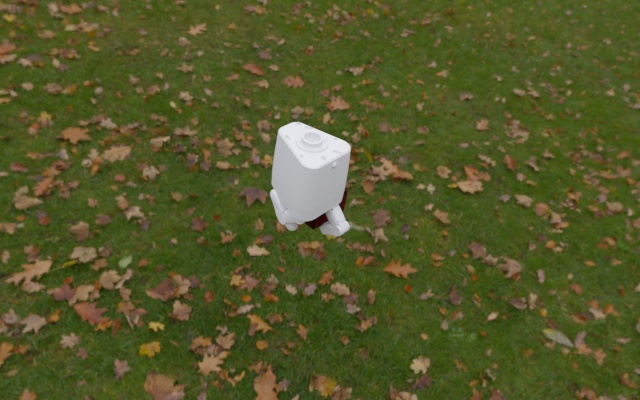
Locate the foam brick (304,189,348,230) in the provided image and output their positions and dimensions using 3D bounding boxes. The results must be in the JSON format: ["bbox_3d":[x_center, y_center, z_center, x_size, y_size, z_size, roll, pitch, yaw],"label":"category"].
[{"bbox_3d":[0.000,0.003,0.817,0.053,0.051,0.078,37,49,27],"label":"foam brick"}]
